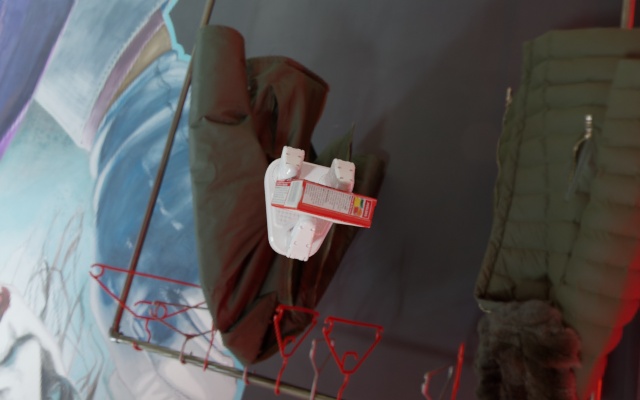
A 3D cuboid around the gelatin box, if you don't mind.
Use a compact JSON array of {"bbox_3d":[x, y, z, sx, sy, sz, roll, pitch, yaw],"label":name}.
[{"bbox_3d":[0.000,0.002,0.454,0.073,0.030,0.089,15,-4,-20],"label":"gelatin box"}]
